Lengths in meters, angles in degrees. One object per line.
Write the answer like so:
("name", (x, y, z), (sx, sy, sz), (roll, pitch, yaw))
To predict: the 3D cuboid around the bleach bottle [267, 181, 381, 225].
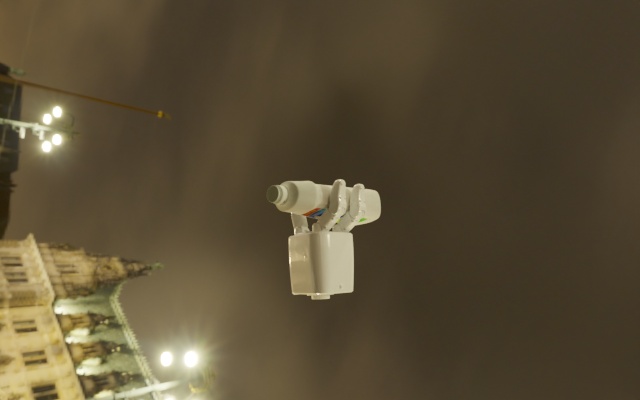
("bleach bottle", (0.000, 0.003, 0.863), (0.102, 0.068, 0.251), (-13, -14, 40))
